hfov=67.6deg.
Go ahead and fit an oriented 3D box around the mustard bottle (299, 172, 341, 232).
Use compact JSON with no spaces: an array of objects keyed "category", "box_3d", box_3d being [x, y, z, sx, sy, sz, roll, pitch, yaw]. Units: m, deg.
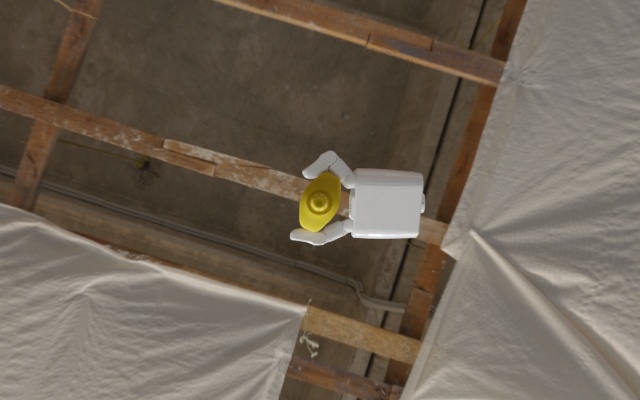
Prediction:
[{"category":"mustard bottle","box_3d":[0.000,0.002,0.769,0.058,0.096,0.191,26,1,0]}]
